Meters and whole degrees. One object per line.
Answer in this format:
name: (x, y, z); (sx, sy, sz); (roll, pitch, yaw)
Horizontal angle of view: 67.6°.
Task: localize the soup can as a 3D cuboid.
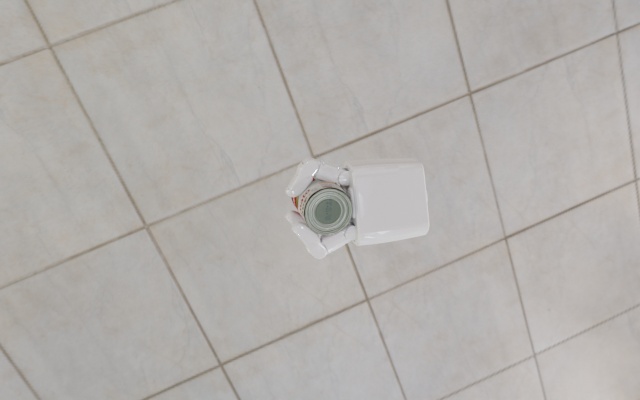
soup can: (0.000, 0.002, 0.669); (0.068, 0.068, 0.102); (0, 16, -13)
